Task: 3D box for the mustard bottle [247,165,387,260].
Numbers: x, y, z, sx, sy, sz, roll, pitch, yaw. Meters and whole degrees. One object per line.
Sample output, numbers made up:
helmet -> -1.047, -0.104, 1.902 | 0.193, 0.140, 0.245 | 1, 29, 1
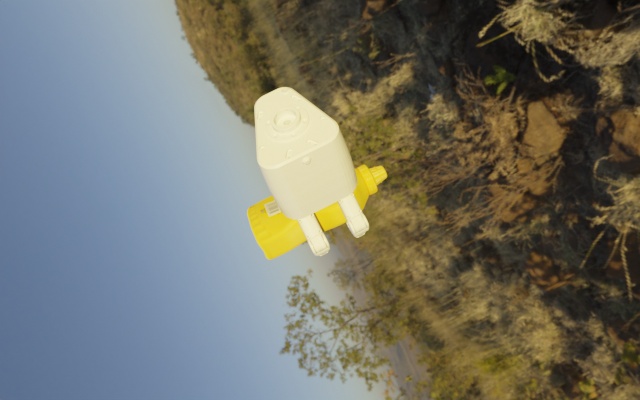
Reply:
mustard bottle -> 0.000, 0.002, 0.640 | 0.191, 0.058, 0.096 | -26, 32, -2
